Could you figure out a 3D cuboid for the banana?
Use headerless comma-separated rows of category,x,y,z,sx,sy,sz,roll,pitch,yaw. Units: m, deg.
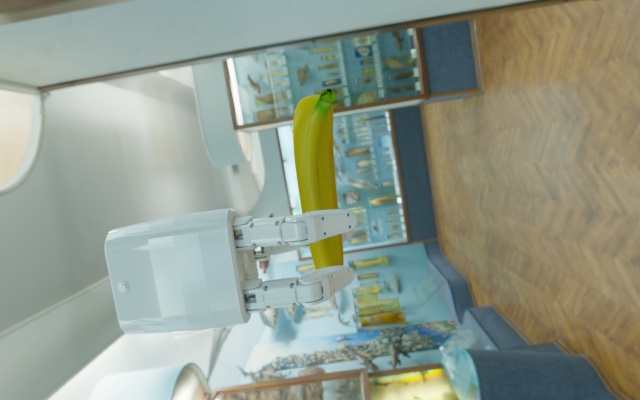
banana,-0.002,-0.011,0.427,0.037,0.198,0.069,-7,32,-2
